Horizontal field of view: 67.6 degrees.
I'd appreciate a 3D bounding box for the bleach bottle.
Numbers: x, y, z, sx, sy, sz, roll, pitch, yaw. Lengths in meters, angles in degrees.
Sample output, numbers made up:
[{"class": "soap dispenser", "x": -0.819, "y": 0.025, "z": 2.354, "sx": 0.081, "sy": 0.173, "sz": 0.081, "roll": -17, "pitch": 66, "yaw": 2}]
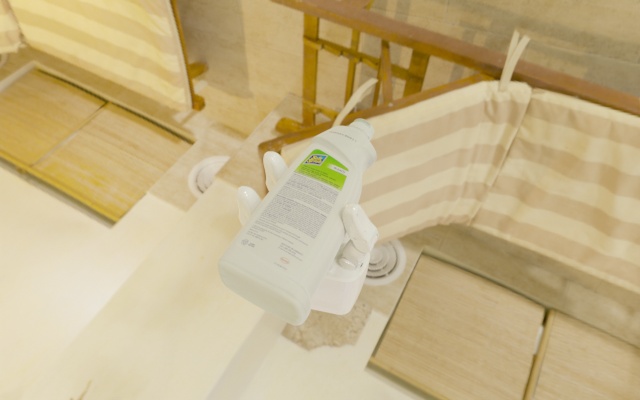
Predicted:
[{"class": "bleach bottle", "x": 0.000, "y": 0.002, "z": 0.516, "sx": 0.102, "sy": 0.250, "sz": 0.068, "roll": 26, "pitch": -33, "yaw": 14}]
